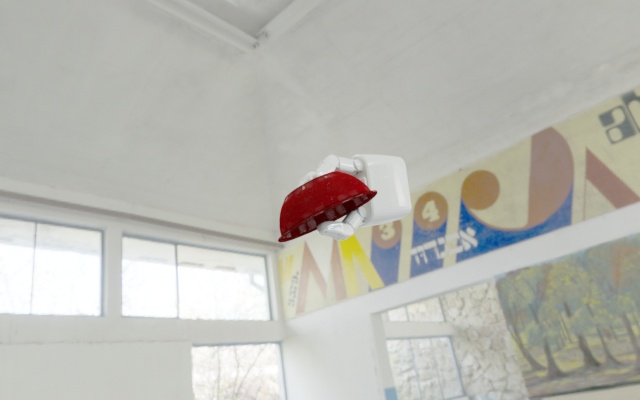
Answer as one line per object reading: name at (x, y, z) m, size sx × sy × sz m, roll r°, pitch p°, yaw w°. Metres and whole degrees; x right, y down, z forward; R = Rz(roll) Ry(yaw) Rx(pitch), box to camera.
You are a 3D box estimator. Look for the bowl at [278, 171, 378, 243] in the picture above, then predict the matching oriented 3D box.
bowl at (-0.001, 0.002, 0.699) m, size 0.162 × 0.055 × 0.162 m, roll -26°, pitch -8°, yaw -4°
